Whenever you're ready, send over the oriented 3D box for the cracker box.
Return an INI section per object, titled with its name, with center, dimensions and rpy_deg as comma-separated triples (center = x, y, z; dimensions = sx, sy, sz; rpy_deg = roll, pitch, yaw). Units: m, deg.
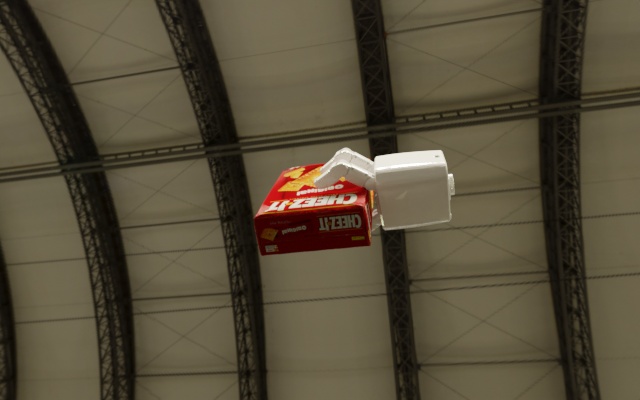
[cracker box]
center = 0.000, 0.003, 0.769
dimensions = 0.164, 0.072, 0.213
rpy_deg = -7, 21, 11
